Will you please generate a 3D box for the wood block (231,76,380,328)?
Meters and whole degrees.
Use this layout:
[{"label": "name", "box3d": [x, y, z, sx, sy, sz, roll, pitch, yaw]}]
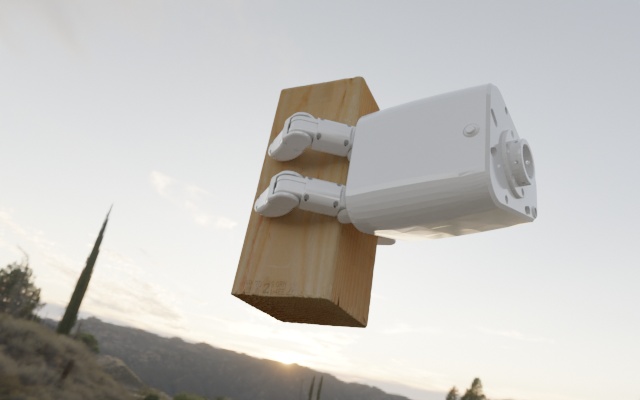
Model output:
[{"label": "wood block", "box3d": [0.001, 0.001, 0.438, 0.090, 0.206, 0.091, -3, -29, 26]}]
